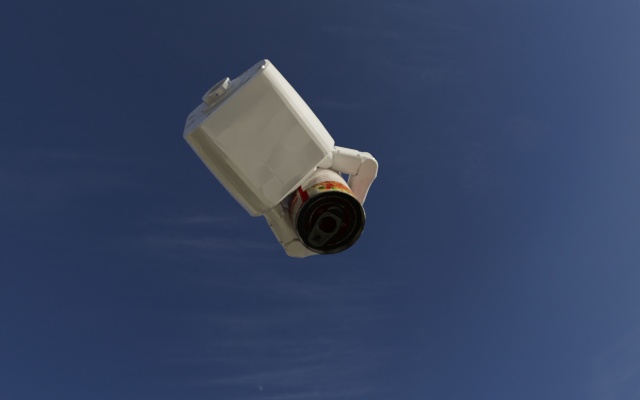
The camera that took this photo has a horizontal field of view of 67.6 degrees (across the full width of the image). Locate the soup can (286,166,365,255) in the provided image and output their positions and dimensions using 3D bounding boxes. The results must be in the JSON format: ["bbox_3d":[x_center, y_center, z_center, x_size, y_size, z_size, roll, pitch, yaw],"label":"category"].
[{"bbox_3d":[0.000,0.002,0.496,0.068,0.068,0.102,0,24,-12],"label":"soup can"}]
